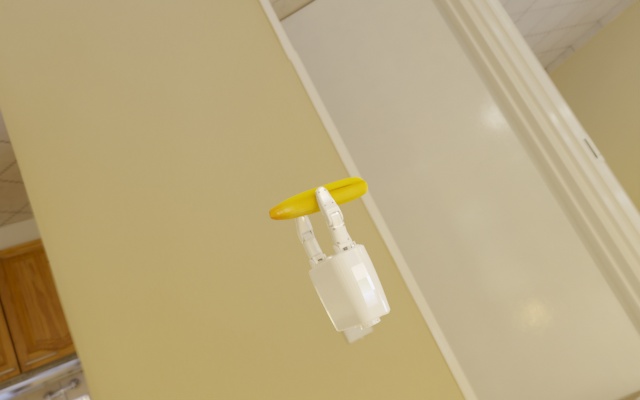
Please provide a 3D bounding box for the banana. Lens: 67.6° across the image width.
[{"bbox_3d":[0.013,-0.005,0.755,0.198,0.037,0.070,-17,-10,-40],"label":"banana"}]
